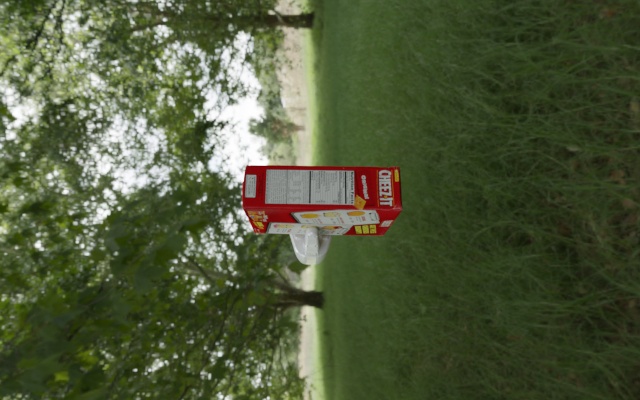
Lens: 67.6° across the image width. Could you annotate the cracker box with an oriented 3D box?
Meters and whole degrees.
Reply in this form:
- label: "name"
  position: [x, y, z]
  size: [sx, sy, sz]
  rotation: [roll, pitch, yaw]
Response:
- label: "cracker box"
  position: [0.000, 0.002, 0.709]
  size: [0.214, 0.072, 0.164]
  rotation: [0, -16, -2]
